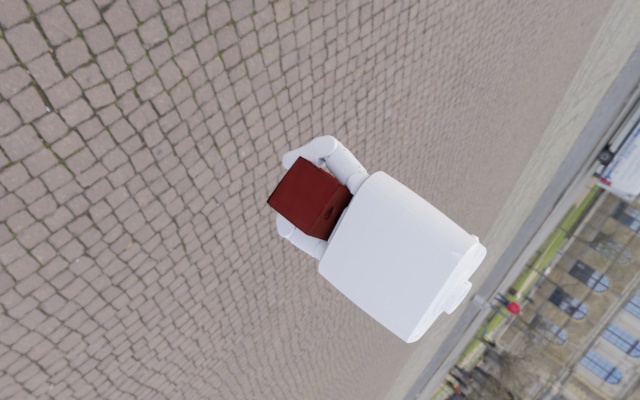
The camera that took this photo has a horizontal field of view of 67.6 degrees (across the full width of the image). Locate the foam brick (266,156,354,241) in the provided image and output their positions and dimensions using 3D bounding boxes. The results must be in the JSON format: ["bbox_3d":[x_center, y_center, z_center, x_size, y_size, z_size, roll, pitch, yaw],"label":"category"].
[{"bbox_3d":[0.000,0.001,0.440,0.051,0.053,0.078,38,7,26],"label":"foam brick"}]
